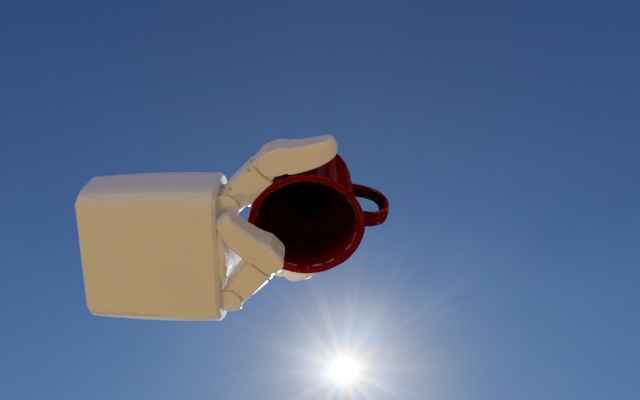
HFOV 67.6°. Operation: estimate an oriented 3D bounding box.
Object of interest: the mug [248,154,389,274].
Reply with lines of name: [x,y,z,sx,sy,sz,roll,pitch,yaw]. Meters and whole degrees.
mug: [0.002,0.001,0.412,0.117,0.093,0.081,0,30,-1]
